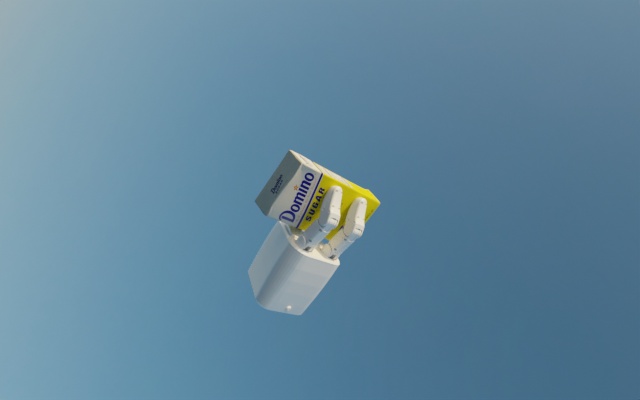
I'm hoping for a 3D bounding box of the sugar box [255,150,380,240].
[{"bbox_3d":[0.000,0.003,0.706,0.176,0.093,0.048,22,18,-44],"label":"sugar box"}]
